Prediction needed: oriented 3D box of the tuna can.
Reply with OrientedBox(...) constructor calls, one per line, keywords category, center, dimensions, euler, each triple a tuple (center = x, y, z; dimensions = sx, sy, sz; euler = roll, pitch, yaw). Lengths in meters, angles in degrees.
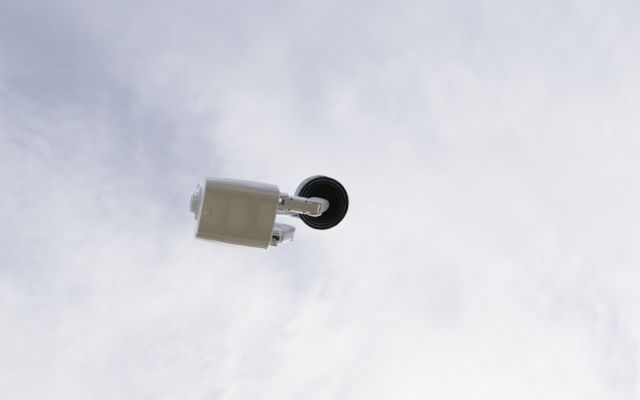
OrientedBox(category="tuna can", center=(0.000, 0.002, 0.762), dimensions=(0.086, 0.086, 0.033), euler=(0, 9, -15))
